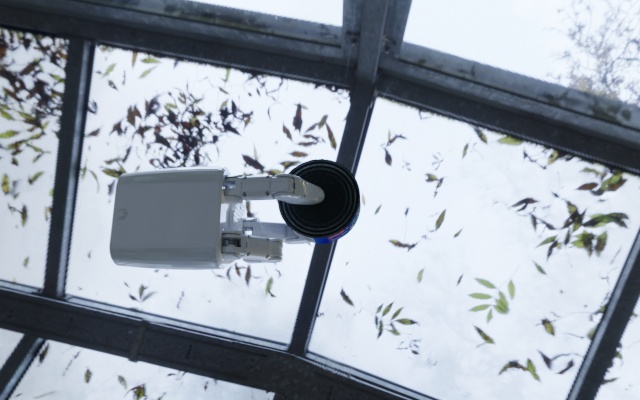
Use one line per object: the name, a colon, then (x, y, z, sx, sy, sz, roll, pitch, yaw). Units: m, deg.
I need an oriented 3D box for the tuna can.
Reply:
tuna can: (0.000, 0.002, 0.505, 0.086, 0.086, 0.034, 0, -17, 8)
